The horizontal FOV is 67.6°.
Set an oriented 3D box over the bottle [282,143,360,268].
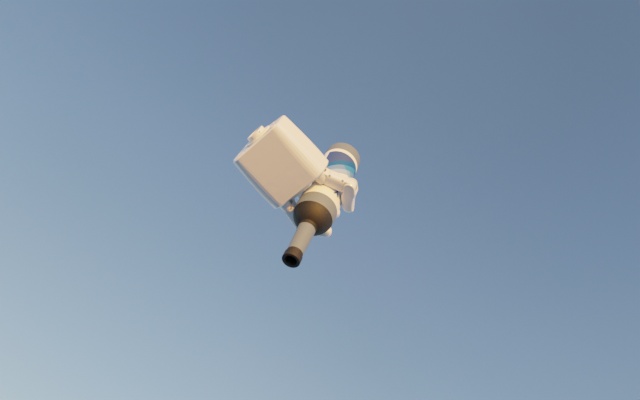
[{"bbox_3d":[0.000,0.002,0.786,0.069,0.069,0.295,0,34,20],"label":"bottle"}]
